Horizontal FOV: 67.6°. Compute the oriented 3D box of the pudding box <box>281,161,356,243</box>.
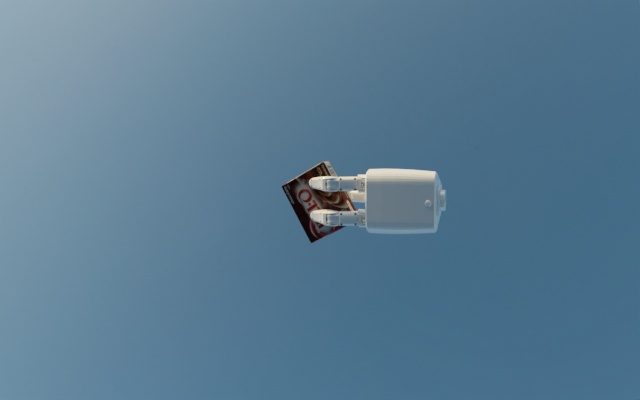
[{"bbox_3d":[0.000,0.003,0.805,0.090,0.113,0.039,-29,-4,21],"label":"pudding box"}]
